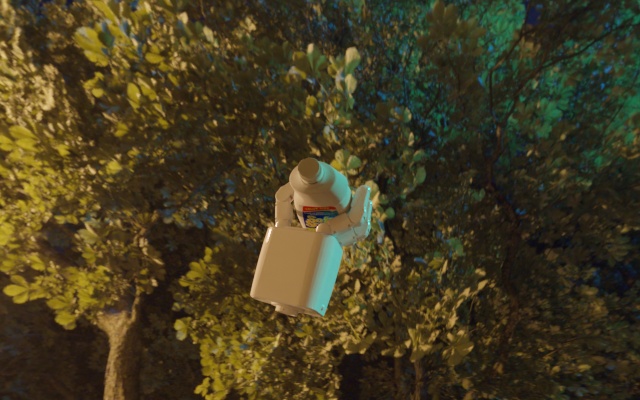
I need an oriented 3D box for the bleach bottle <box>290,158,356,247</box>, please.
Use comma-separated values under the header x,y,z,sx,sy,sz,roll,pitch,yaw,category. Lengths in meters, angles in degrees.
x,y,z,sx,sy,sz,roll,pitch,yaw,category
0.000,0.002,0.716,0.102,0.068,0.251,9,-19,15,bleach bottle
